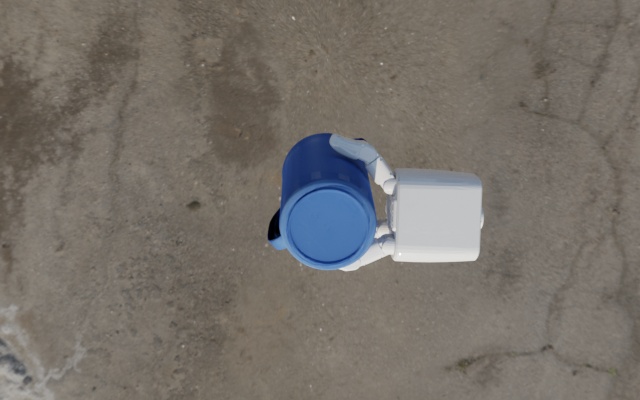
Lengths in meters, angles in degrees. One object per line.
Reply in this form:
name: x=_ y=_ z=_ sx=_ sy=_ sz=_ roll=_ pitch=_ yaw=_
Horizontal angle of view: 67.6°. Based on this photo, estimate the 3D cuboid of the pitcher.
pitcher: x=0.000 y=0.002 z=0.632 sx=0.145 sy=0.149 sz=0.242 roll=4 pitch=17 yaw=-1
